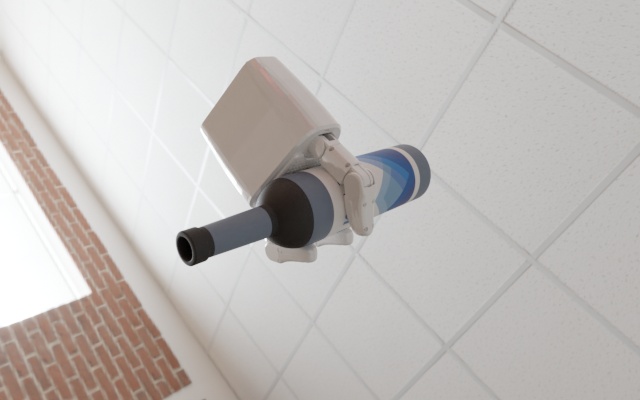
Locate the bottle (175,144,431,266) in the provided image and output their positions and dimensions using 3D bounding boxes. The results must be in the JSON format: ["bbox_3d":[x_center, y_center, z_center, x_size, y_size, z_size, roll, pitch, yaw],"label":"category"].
[{"bbox_3d":[0.000,0.001,0.453,0.069,0.069,0.295,0,13,44],"label":"bottle"}]
